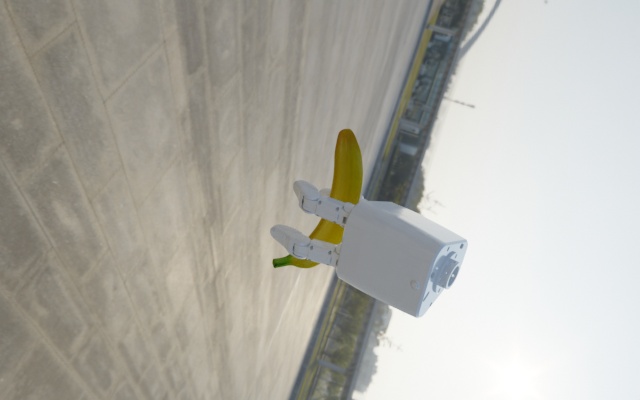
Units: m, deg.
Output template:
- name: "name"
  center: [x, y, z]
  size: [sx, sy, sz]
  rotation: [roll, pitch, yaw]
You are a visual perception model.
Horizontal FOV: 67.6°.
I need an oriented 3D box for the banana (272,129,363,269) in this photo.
- name: "banana"
  center: [0.013, 0.010, 0.597]
  size: [0.070, 0.198, 0.037]
  rotation: [21, 11, -34]
